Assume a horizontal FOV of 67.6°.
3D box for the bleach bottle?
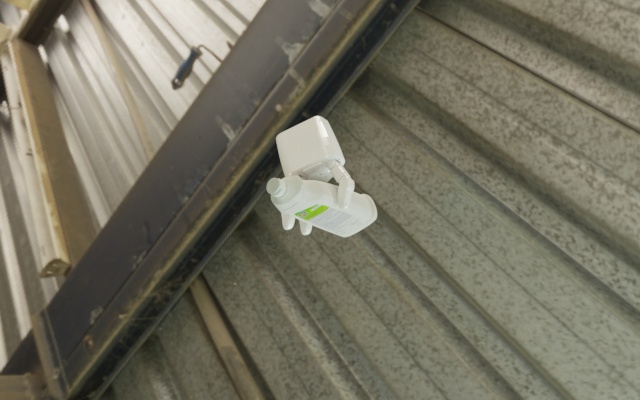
[{"bbox_3d":[0.000,0.003,0.895,0.102,0.068,0.251,-35,-33,24],"label":"bleach bottle"}]
